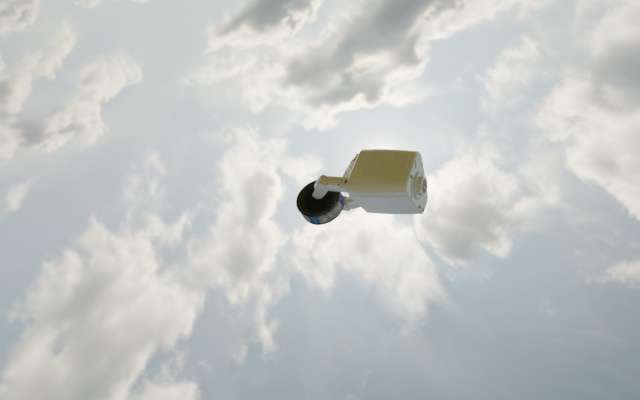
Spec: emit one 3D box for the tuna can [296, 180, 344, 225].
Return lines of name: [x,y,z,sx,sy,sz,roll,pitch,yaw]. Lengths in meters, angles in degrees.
tuna can: [0.000,0.003,0.892,0.086,0.086,0.034,0,-36,25]
